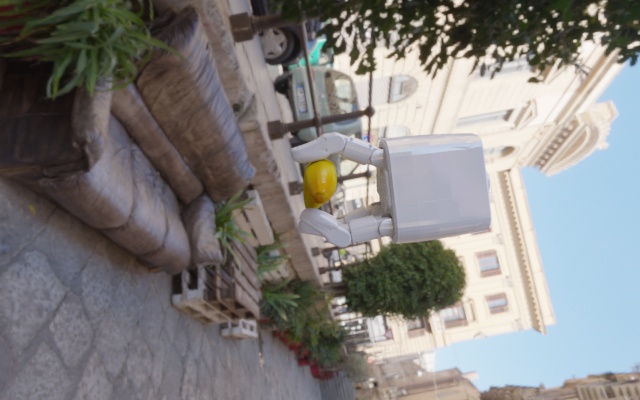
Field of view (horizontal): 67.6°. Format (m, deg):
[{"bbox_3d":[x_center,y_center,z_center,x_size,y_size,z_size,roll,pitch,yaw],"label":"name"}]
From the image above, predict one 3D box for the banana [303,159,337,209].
[{"bbox_3d":[-0.001,-0.016,0.565,0.037,0.069,0.198,-1,-10,-3],"label":"banana"}]
